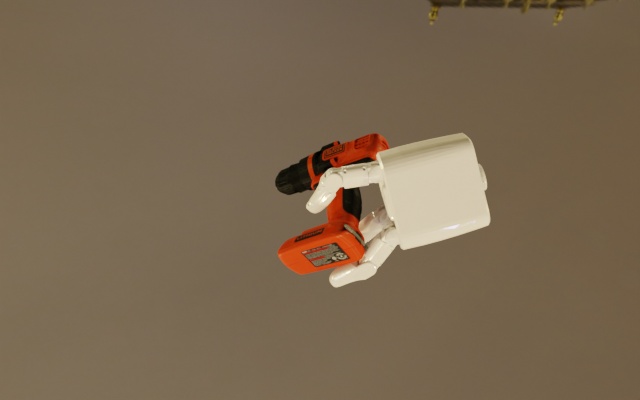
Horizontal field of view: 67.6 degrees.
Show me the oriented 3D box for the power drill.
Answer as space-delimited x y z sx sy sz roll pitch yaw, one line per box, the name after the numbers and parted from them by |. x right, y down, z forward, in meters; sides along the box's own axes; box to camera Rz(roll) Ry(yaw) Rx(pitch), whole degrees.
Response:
0.000 0.002 0.633 0.184 0.187 0.057 -20 -48 31 | power drill
